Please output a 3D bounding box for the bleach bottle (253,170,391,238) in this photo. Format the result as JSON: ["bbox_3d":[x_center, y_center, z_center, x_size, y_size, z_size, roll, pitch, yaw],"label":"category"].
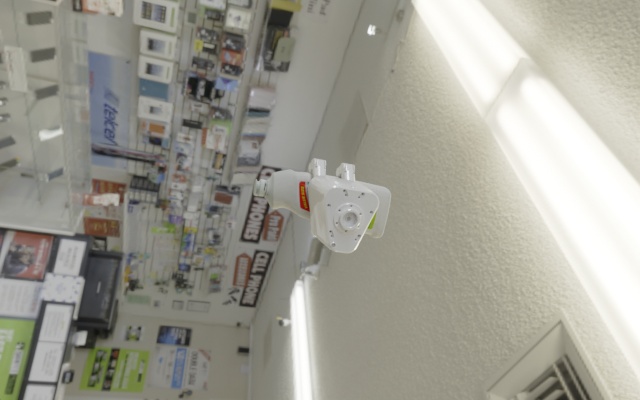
[{"bbox_3d":[0.000,0.003,0.890,0.251,0.102,0.068,9,9,-15],"label":"bleach bottle"}]
